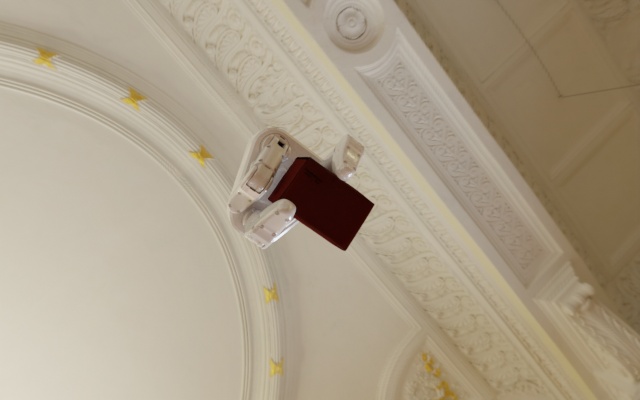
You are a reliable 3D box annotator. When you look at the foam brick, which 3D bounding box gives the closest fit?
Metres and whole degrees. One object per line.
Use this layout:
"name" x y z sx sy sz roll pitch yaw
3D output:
"foam brick" 0.000 0.002 0.445 0.078 0.053 0.051 36 -5 -14
